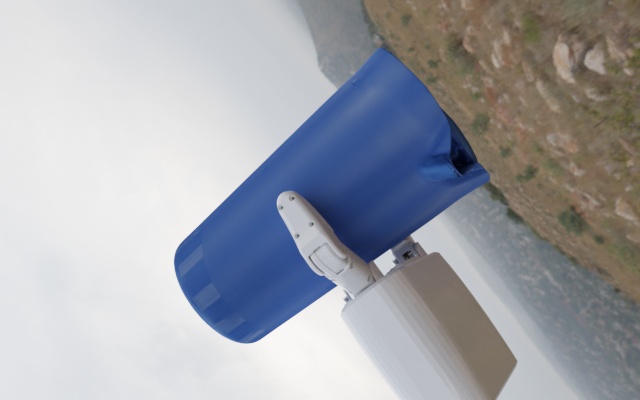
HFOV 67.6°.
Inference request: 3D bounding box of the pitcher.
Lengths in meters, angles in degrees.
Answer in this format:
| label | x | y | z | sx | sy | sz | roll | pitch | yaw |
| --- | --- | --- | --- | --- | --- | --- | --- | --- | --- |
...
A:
| label | x | y | z | sx | sy | sz | roll | pitch | yaw |
| --- | --- | --- | --- | --- | --- | --- | --- | --- | --- |
| pitcher | 0.000 | 0.001 | 0.401 | 0.243 | 0.145 | 0.149 | -39 | -19 | 9 |
